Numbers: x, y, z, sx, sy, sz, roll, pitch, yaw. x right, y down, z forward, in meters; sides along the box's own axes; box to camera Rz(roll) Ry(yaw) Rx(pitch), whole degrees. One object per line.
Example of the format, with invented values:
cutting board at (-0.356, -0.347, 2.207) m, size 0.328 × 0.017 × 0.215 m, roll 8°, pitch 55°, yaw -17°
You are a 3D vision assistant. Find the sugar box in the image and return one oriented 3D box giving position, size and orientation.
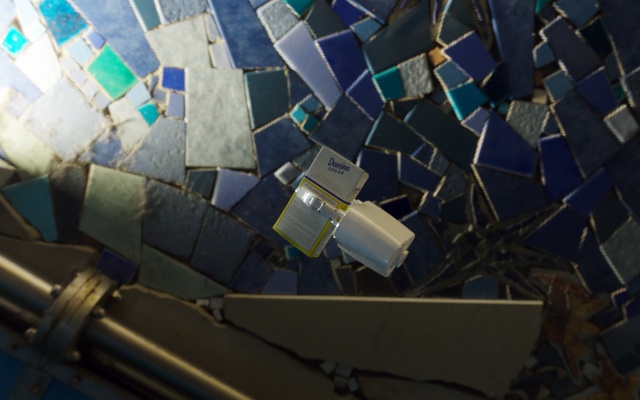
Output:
sugar box at (0.000, 0.003, 0.845) m, size 0.093 × 0.176 × 0.048 m, roll 35°, pitch 4°, yaw 20°
